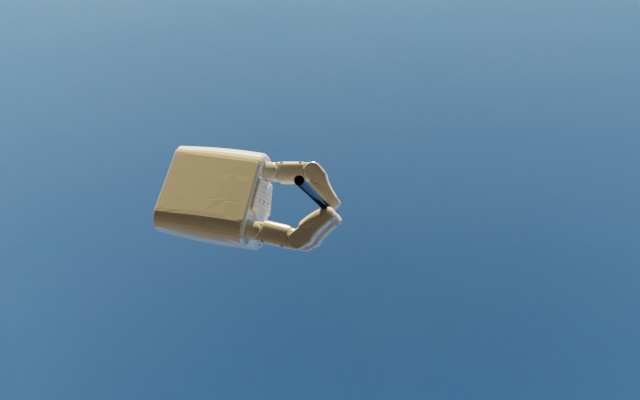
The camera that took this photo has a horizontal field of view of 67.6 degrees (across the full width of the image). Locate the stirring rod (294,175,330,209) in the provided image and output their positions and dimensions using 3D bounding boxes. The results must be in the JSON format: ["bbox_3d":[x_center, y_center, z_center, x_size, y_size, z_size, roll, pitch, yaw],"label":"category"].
[{"bbox_3d":[0.000,0.002,0.479,0.011,0.011,0.239,0,-8,8],"label":"stirring rod"}]
